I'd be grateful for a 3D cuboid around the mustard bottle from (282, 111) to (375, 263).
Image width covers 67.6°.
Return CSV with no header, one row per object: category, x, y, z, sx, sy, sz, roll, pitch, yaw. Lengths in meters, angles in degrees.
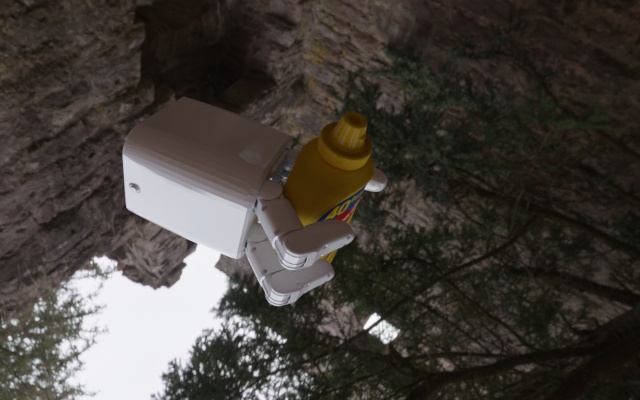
mustard bottle,0.000,0.002,0.411,0.058,0.192,0.096,41,50,17
